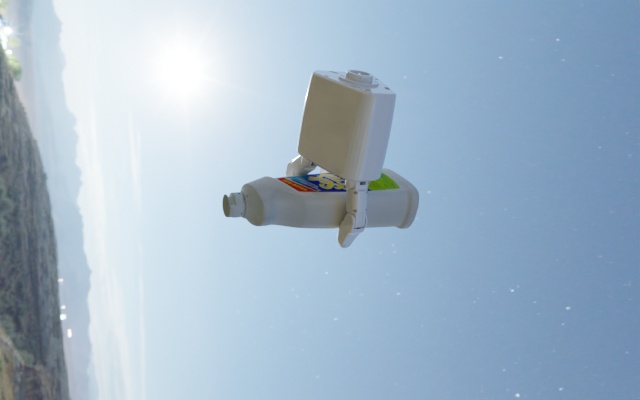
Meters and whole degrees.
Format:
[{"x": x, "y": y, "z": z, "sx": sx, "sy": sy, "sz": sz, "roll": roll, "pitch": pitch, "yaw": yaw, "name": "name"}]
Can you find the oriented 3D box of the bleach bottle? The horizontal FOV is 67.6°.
[{"x": 0.000, "y": 0.002, "z": 0.626, "sx": 0.251, "sy": 0.068, "sz": 0.102, "roll": -4, "pitch": 29, "yaw": -29, "name": "bleach bottle"}]
